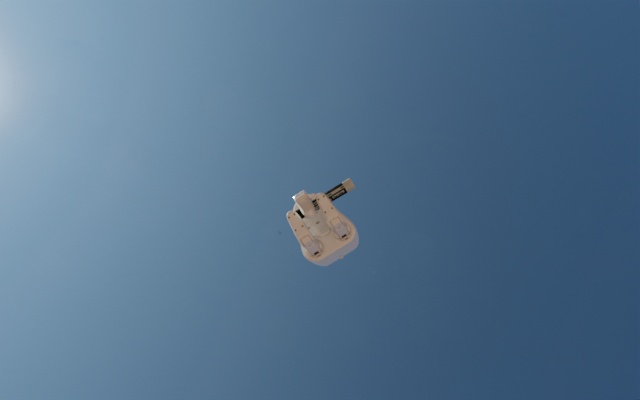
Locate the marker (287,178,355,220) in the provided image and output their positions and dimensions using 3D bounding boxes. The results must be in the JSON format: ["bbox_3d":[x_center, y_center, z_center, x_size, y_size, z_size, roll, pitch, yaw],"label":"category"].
[{"bbox_3d":[0.000,0.003,0.772,0.121,0.020,0.020,-31,-1,1],"label":"marker"}]
